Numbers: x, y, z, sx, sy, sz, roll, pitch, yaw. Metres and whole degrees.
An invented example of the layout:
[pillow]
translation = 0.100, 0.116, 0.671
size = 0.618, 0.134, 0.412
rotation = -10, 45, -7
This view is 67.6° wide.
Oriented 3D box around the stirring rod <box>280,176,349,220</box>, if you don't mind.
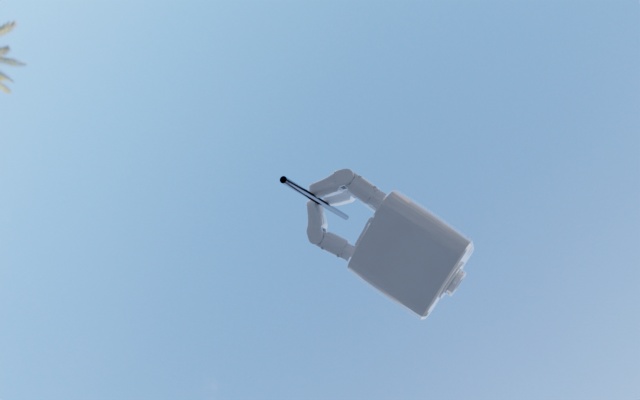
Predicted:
[stirring rod]
translation = 0.000, 0.002, 0.600
size = 0.011, 0.011, 0.239
rotation = 0, -11, 19
